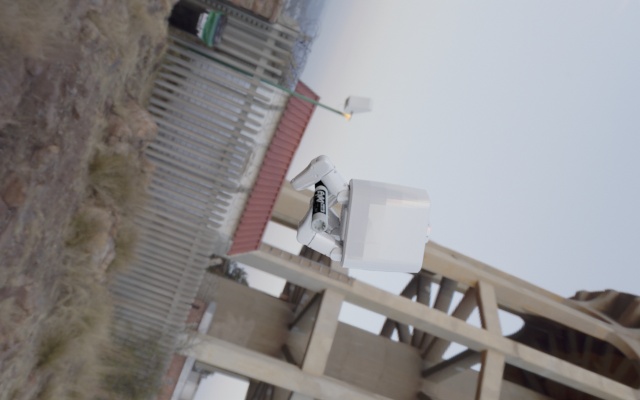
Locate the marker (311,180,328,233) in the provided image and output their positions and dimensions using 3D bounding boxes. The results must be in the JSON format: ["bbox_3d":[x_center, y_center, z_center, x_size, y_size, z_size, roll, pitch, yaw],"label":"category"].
[{"bbox_3d":[0.000,0.002,0.586,0.020,0.020,0.121,0,26,1],"label":"marker"}]
